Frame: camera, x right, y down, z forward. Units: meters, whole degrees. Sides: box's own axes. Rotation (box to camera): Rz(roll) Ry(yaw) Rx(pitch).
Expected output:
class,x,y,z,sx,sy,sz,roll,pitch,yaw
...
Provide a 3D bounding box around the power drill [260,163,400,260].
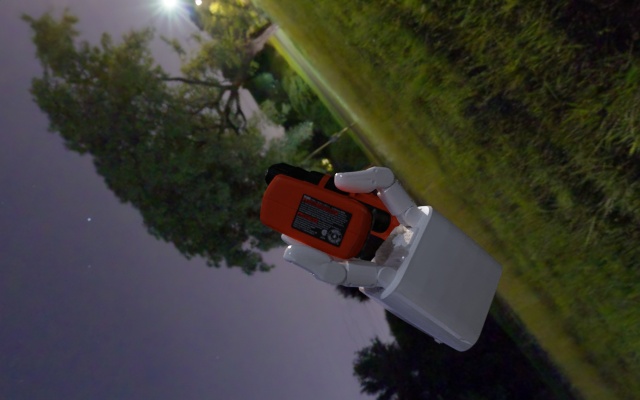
class,x,y,z,sx,sy,sz,roll,pitch,yaw
power drill,0.000,0.002,0.533,0.184,0.057,0.187,20,10,11
